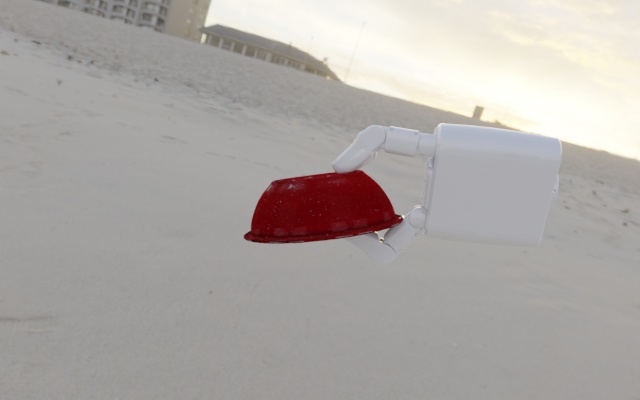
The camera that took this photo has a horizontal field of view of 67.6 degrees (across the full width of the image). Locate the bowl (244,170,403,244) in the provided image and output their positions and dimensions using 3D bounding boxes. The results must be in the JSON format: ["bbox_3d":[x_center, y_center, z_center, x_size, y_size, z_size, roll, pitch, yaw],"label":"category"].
[{"bbox_3d":[-0.001,0.001,0.482,0.162,0.055,0.162,-7,5,1],"label":"bowl"}]
